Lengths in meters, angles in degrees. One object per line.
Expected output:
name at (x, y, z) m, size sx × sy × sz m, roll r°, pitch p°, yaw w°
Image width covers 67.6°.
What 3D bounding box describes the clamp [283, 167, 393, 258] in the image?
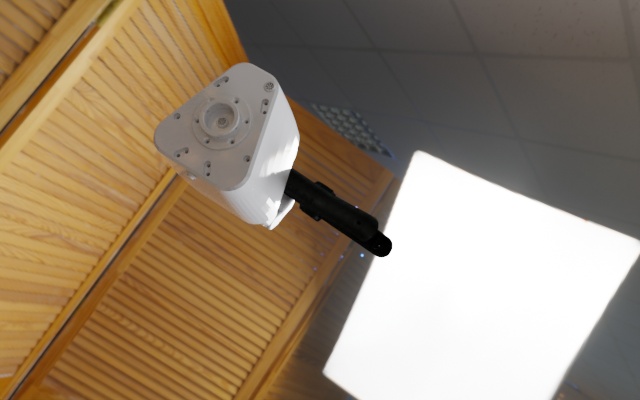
clamp at (0.000, 0.001, 0.491) m, size 0.171 × 0.039 × 0.120 m, roll 31°, pitch -10°, yaw 12°
